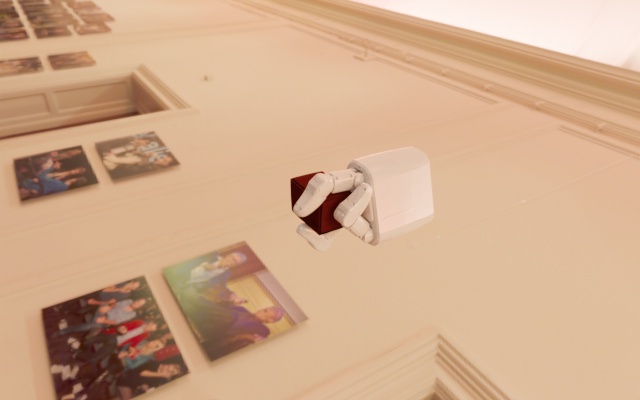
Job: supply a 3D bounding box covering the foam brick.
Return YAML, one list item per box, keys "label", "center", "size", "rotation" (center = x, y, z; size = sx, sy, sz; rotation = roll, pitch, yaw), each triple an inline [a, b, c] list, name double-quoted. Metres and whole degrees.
- label: "foam brick"
  center: [0.000, 0.002, 0.647]
  size: [0.051, 0.053, 0.078]
  rotation: [-17, 36, -28]
